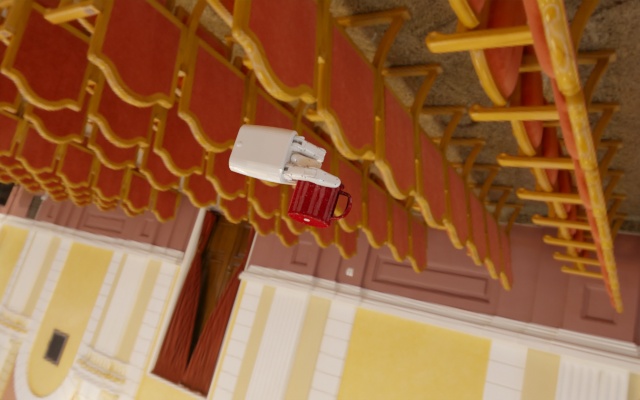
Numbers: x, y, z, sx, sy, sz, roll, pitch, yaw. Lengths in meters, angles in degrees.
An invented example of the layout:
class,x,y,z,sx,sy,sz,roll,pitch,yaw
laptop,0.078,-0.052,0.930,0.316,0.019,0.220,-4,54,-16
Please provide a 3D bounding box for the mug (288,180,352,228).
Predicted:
class,x,y,z,sx,sy,sz,roll,pitch,yaw
mug,0.001,0.003,0.868,0.117,0.081,0.093,13,-14,17
